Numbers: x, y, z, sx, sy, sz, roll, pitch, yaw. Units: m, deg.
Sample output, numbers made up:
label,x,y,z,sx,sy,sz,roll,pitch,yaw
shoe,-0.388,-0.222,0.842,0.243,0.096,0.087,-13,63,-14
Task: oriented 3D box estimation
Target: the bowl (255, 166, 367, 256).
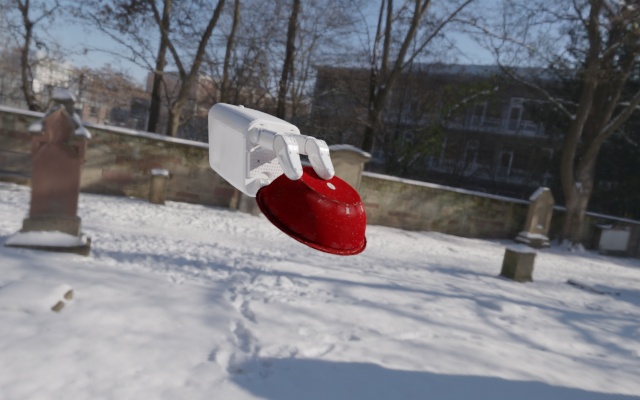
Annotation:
label,x,y,z,sx,sy,sz,roll,pitch,yaw
bowl,0.001,0.002,0.622,0.162,0.055,0.162,24,22,-10
